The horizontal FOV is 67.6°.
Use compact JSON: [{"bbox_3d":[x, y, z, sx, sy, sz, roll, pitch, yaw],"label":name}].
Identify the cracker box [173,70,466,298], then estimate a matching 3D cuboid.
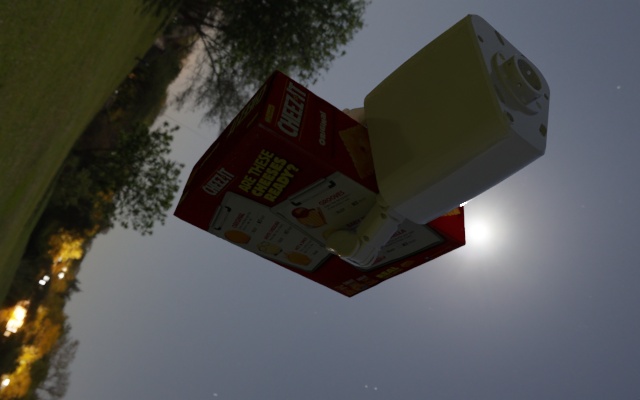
[{"bbox_3d":[0.000,0.002,0.444,0.214,0.072,0.164,29,-41,-24],"label":"cracker box"}]
